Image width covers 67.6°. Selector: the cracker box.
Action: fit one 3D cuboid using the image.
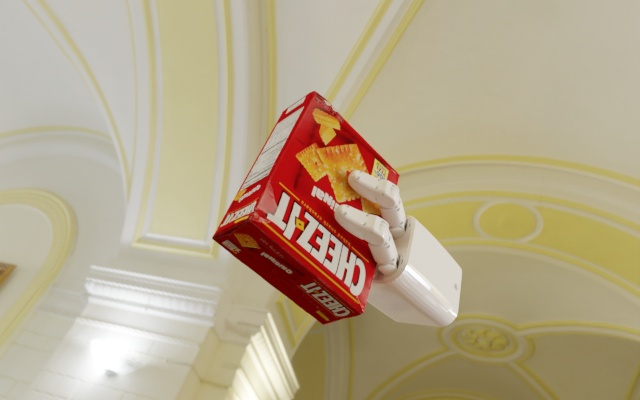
[{"bbox_3d":[0.000,0.002,0.541,0.164,0.213,0.072,42,-45,-22],"label":"cracker box"}]
